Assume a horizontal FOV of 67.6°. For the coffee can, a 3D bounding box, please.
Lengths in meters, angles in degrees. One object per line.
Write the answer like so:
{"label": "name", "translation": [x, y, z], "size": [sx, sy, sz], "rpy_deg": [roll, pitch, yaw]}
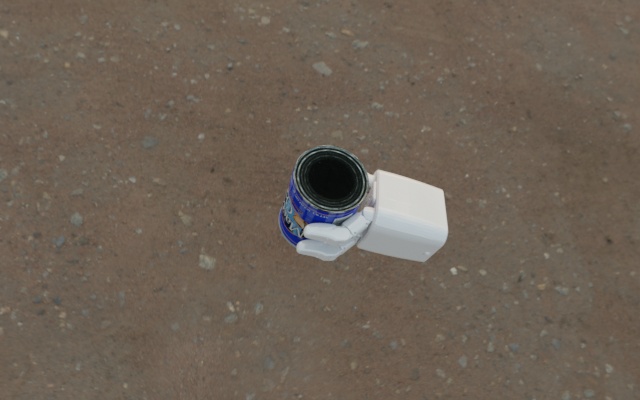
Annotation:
{"label": "coffee can", "translation": [0.000, 0.002, 0.682], "size": [0.103, 0.102, 0.140], "rpy_deg": [0, -27, -14]}
